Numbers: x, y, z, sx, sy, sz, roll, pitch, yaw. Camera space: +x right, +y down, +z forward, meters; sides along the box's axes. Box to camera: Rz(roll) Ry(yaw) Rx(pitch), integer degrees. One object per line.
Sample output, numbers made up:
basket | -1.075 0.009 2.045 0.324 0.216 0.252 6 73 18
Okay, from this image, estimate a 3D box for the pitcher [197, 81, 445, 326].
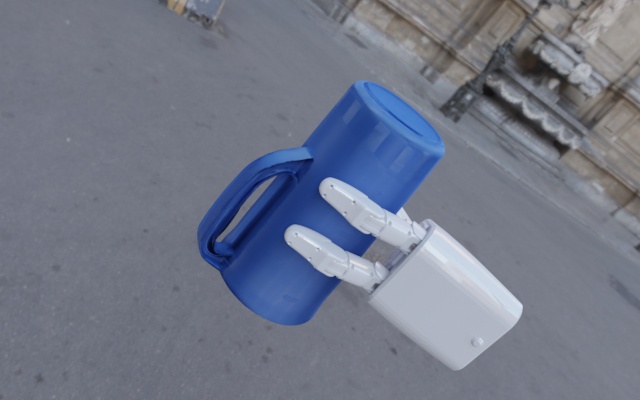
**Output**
pitcher | 0.000 0.002 0.482 0.145 0.243 0.149 41 24 6
